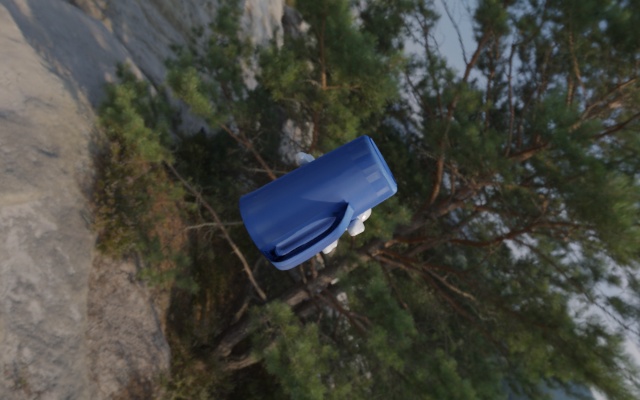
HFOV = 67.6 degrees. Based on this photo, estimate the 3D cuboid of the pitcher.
[{"bbox_3d":[0.000,0.003,0.783,0.243,0.149,0.145,-29,-7,11],"label":"pitcher"}]
